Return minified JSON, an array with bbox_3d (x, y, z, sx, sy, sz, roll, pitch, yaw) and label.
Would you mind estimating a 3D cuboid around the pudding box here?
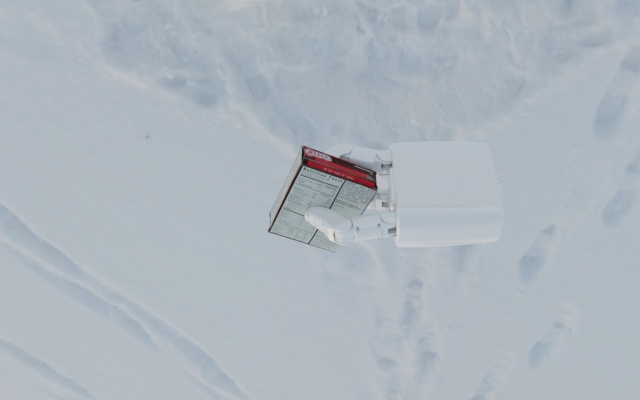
[{"bbox_3d":[0.000,0.002,0.539,0.090,0.113,0.039,19,37,-14],"label":"pudding box"}]
